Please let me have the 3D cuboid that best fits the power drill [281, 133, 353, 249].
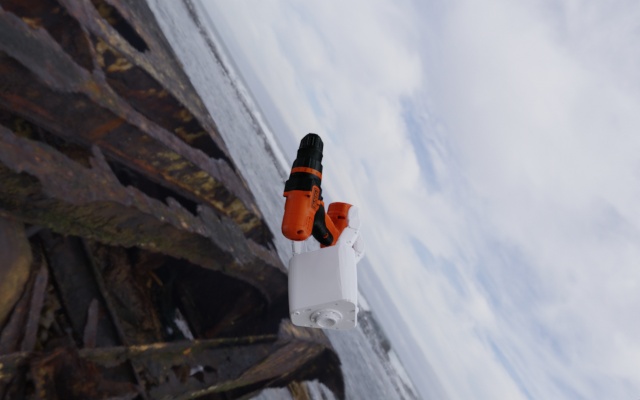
[{"bbox_3d":[0.000,0.003,0.813,0.057,0.184,0.188,0,-25,27],"label":"power drill"}]
